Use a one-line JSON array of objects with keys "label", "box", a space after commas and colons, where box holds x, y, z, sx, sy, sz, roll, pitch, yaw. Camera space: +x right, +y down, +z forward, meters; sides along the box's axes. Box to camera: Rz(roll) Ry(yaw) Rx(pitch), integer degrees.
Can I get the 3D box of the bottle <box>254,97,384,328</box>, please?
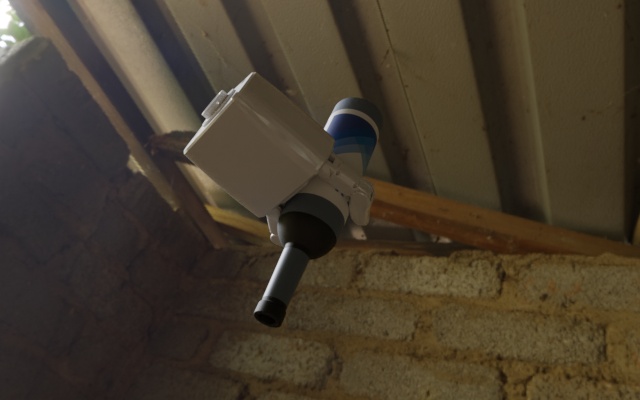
[{"label": "bottle", "box": [0.000, 0.002, 0.520, 0.069, 0.295, 0.069, 15, -38, 12]}]
